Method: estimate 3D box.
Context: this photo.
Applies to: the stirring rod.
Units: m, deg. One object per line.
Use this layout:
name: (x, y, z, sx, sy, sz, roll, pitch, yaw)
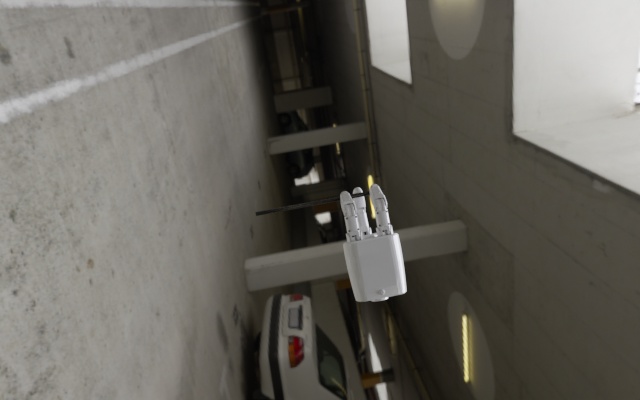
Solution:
stirring rod: (0.000, 0.003, 0.878, 0.239, 0.011, 0.011, -10, 0, -3)
